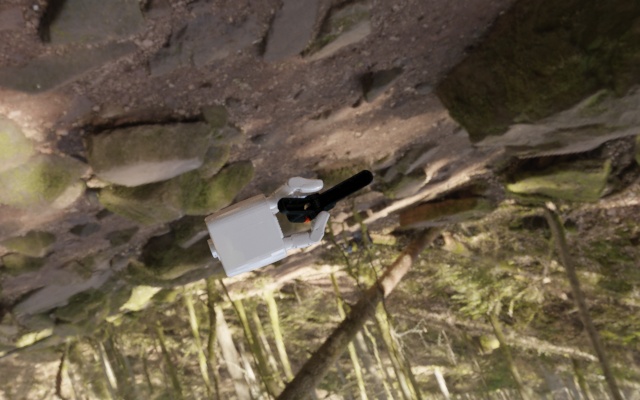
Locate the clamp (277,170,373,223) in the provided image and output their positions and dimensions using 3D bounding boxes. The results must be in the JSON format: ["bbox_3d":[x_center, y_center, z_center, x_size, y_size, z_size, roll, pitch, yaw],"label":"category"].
[{"bbox_3d":[0.000,0.004,0.836,0.164,0.036,0.210,-19,-9,-10],"label":"clamp"}]
